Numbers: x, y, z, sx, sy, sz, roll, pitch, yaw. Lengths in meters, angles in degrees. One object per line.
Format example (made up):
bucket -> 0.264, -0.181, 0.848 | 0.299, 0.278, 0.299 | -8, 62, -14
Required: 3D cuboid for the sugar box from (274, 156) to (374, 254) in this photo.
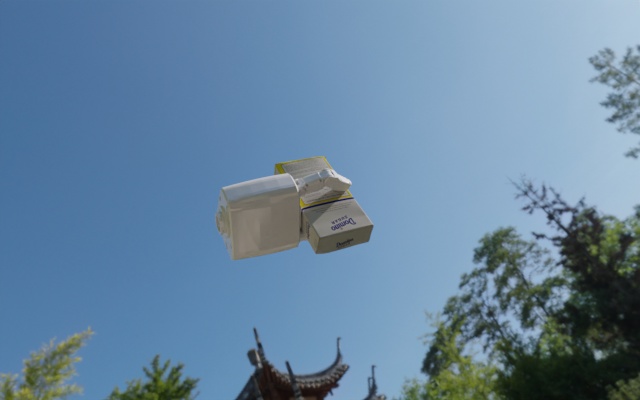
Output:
sugar box -> 0.000, 0.003, 0.755 | 0.093, 0.048, 0.176 | -12, 48, -23
